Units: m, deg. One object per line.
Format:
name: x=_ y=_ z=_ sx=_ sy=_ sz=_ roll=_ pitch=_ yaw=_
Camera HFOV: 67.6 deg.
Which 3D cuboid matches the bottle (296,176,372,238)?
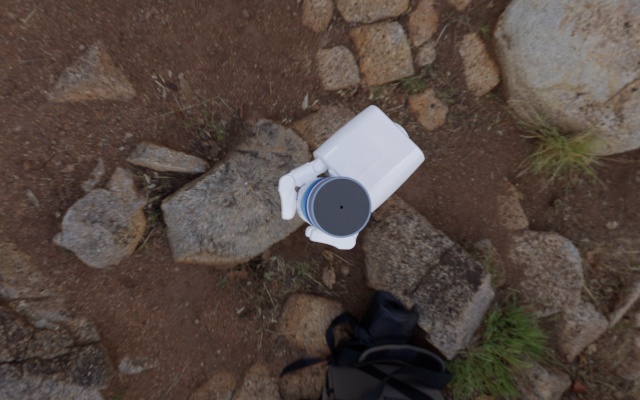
bottle: x=0.000 y=0.002 z=0.655 sx=0.069 sy=0.069 sz=0.295 roll=0 pitch=2 yaw=-9
